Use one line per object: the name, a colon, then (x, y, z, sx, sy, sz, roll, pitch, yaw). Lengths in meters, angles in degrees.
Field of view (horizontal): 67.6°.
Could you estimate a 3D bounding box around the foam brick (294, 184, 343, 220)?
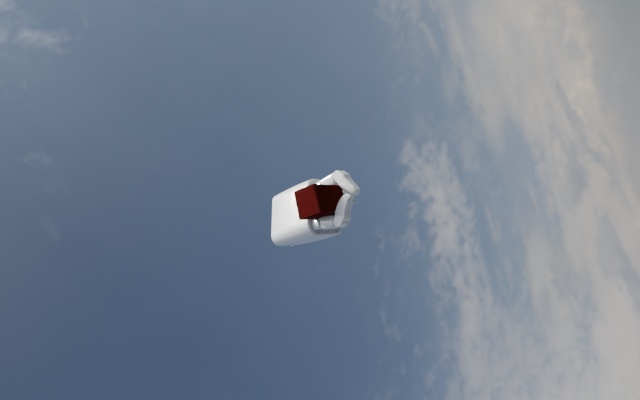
foam brick: (0.000, 0.003, 0.844, 0.051, 0.053, 0.078, -19, -13, 38)
